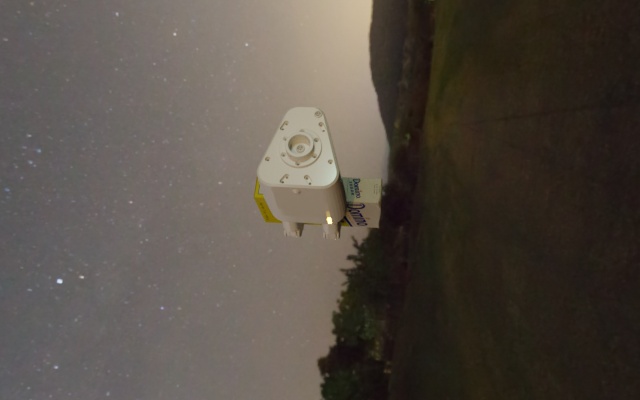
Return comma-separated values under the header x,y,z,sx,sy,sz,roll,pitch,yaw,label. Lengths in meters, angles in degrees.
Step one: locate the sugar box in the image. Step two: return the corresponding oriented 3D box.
x,y,z,sx,sy,sz,roll,pitch,yaw,label
0.000,0.003,0.692,0.176,0.048,0.093,4,-24,8,sugar box
